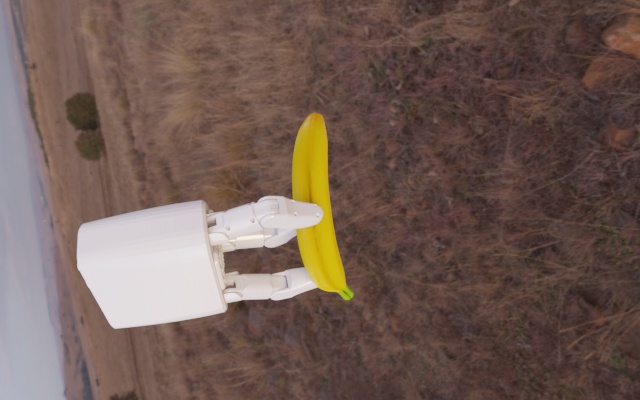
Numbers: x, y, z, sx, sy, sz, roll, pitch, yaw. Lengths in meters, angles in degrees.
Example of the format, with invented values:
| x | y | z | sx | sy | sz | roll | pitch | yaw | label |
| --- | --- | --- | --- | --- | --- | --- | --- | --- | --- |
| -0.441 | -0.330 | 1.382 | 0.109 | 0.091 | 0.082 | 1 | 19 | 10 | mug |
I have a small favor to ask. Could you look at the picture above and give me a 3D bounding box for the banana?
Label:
| x | y | z | sx | sy | sz | roll | pitch | yaw | label |
| --- | --- | --- | --- | --- | --- | --- | --- | --- | --- |
| -0.004 | 0.004 | 0.472 | 0.037 | 0.198 | 0.069 | -9 | -6 | 14 | banana |
